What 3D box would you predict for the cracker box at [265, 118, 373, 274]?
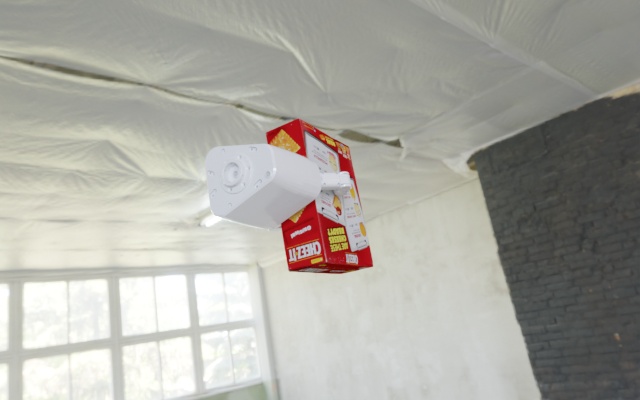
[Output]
[{"bbox_3d":[0.000,0.002,0.736,0.072,0.213,0.164,-18,-17,26],"label":"cracker box"}]
